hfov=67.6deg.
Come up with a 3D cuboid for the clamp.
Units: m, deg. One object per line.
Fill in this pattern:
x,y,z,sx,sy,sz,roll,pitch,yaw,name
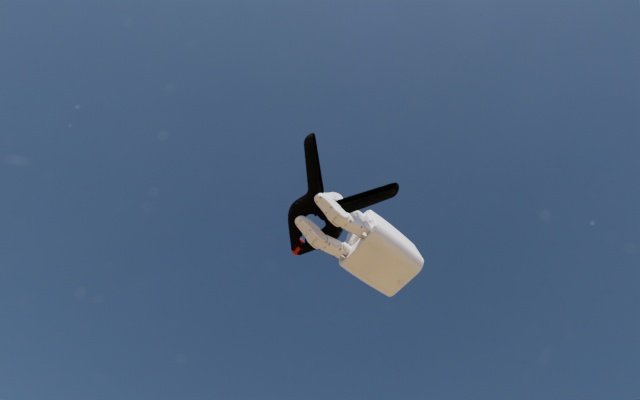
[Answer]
0.000,0.003,0.774,0.164,0.210,0.036,37,28,-7,clamp
